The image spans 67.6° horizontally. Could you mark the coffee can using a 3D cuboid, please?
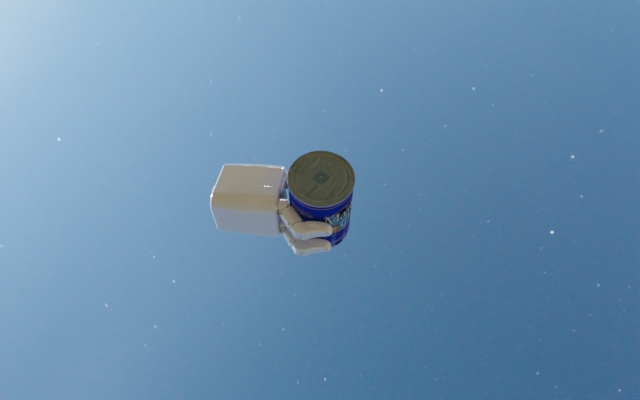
[{"bbox_3d":[0.000,0.002,0.774,0.103,0.102,0.140,0,-33,-1],"label":"coffee can"}]
